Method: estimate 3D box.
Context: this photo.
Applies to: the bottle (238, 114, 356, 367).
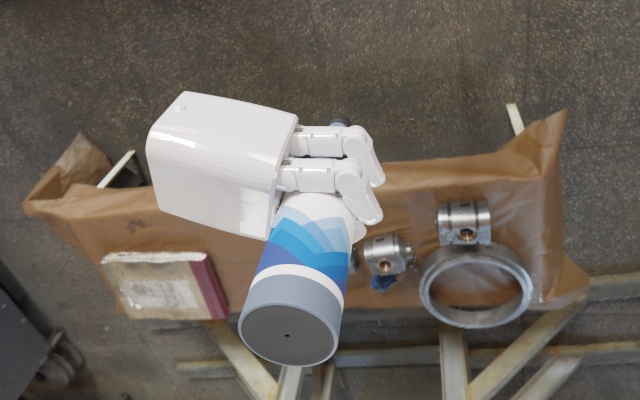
[{"bbox_3d":[0.000,0.002,0.426,0.069,0.069,0.295,0,37,11],"label":"bottle"}]
